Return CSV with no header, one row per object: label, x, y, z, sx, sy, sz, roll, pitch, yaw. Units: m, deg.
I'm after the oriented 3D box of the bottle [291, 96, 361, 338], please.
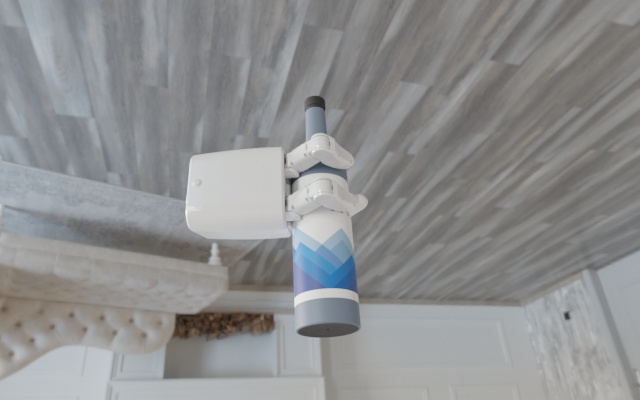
bottle,0.000,0.002,0.551,0.069,0.295,0.069,-3,-28,-1
